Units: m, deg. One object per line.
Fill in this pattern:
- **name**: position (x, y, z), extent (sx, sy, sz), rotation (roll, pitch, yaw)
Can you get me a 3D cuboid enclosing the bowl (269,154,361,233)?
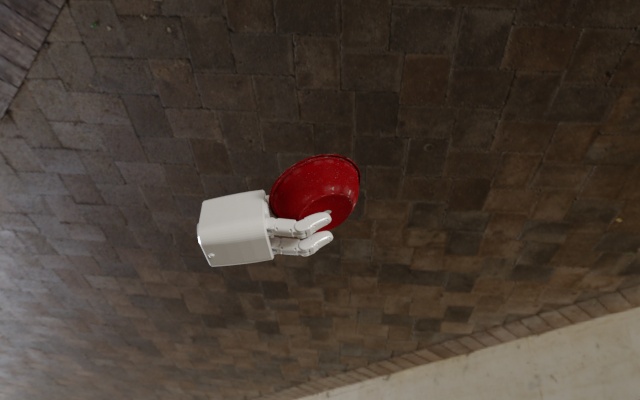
- **bowl**: position (0.001, 0.002, 0.776), extent (0.162, 0.055, 0.162), rotation (-15, -40, -13)
